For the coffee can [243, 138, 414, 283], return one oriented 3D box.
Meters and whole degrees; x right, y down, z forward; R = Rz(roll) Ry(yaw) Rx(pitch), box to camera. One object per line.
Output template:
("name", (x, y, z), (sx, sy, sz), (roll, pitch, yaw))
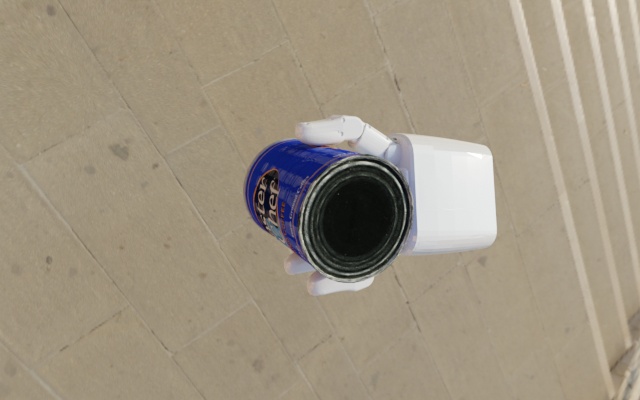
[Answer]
("coffee can", (0.000, 0.001, 0.428), (0.103, 0.103, 0.140), (0, 12, -26))
